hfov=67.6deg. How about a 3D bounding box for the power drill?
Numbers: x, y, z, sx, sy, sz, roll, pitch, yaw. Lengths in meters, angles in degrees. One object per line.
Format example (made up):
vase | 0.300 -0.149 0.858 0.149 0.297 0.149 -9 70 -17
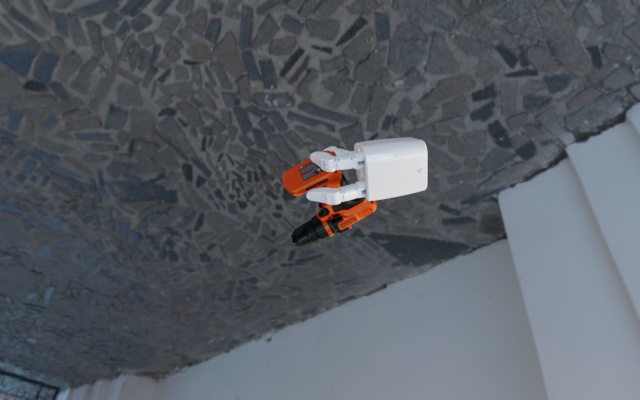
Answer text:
power drill | 0.000 0.003 0.898 0.184 0.057 0.188 -29 -38 4
